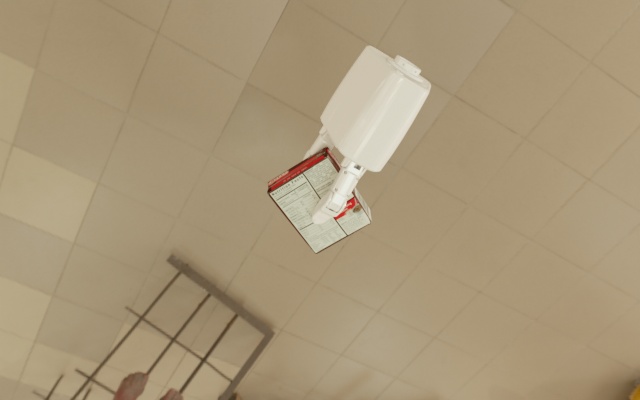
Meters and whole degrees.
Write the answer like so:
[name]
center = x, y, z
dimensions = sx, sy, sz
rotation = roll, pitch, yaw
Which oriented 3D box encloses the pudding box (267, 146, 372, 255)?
[pudding box]
center = 0.000, 0.002, 0.601
dimensions = 0.090, 0.113, 0.039
rotation = -30, 24, 13
